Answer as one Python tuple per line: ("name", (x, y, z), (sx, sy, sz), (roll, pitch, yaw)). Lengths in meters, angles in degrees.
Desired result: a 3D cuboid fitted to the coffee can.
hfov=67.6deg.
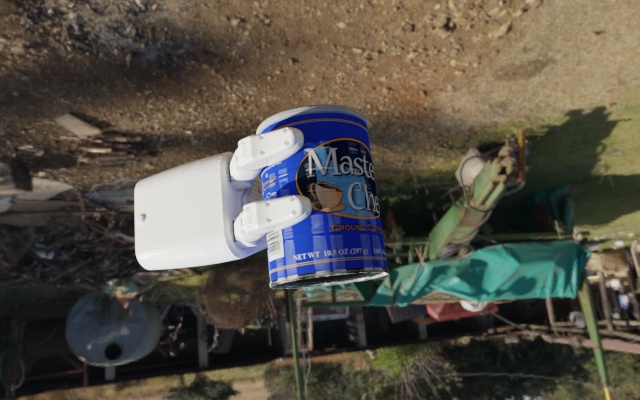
("coffee can", (0.000, 0.001, 0.423), (0.103, 0.140, 0.103), (-6, -14, -2))
